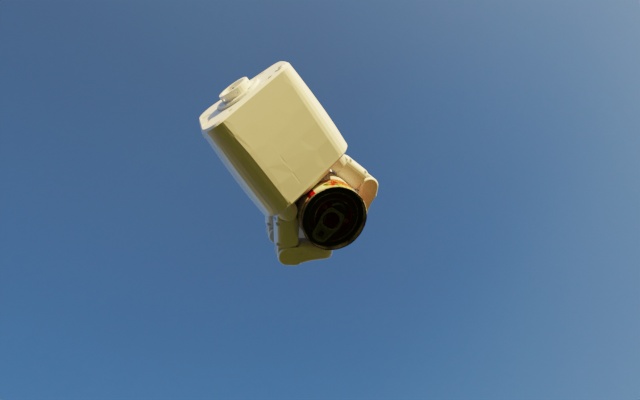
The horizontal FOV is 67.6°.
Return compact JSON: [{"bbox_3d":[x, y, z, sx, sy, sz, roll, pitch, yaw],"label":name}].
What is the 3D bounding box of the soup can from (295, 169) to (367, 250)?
[{"bbox_3d":[0.000,0.002,0.515,0.068,0.068,0.102,0,19,-17],"label":"soup can"}]
